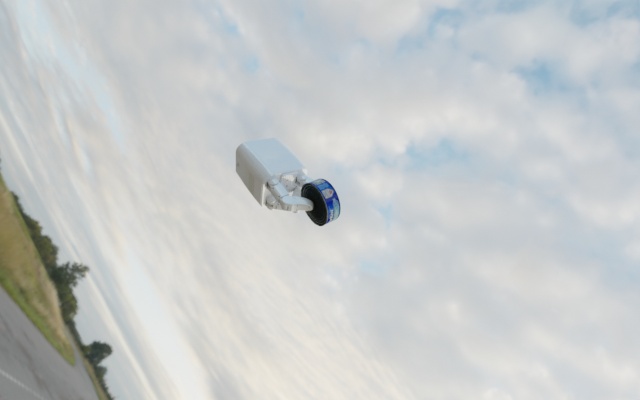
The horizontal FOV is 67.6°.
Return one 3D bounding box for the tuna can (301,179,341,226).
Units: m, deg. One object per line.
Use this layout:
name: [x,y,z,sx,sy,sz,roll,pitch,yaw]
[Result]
tuna can: [0.001,0.003,0.895,0.033,0.086,0.086,-23,11,-29]
